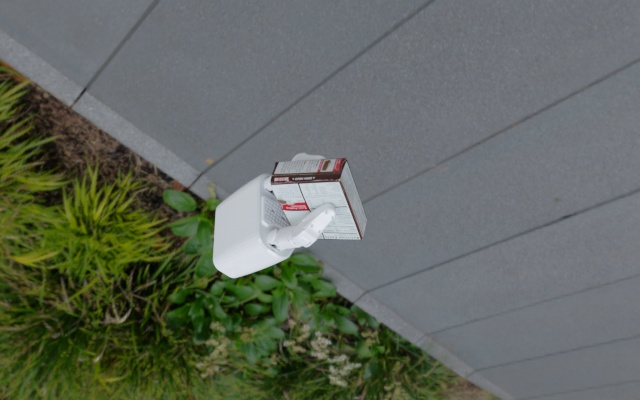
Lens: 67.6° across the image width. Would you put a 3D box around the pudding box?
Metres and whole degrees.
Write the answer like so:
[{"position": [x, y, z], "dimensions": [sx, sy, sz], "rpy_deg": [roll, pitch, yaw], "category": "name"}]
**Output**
[{"position": [0.000, 0.002, 0.575], "dimensions": [0.090, 0.039, 0.114], "rpy_deg": [-2, -40, 20], "category": "pudding box"}]
